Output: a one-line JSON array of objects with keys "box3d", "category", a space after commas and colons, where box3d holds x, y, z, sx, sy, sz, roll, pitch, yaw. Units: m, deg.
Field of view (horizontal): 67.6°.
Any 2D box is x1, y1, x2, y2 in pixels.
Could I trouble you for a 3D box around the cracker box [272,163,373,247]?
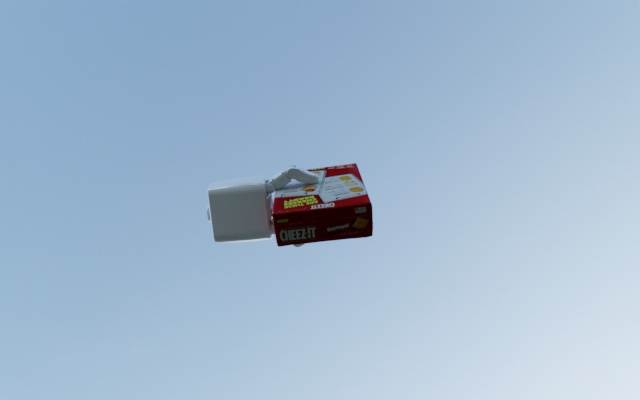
[{"box3d": [0.000, 0.003, 0.876, 0.164, 0.072, 0.213, -7, 22, 0], "category": "cracker box"}]
